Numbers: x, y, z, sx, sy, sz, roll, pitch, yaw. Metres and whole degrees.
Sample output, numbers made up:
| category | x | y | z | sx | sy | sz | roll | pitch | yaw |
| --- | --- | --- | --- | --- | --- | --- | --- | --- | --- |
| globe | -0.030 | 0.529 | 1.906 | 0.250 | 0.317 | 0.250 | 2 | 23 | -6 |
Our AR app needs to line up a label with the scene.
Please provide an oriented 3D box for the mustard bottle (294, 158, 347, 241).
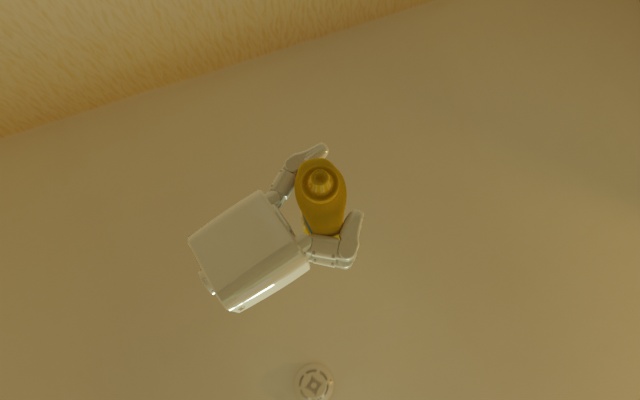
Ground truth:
| category | x | y | z | sx | sy | sz | roll | pitch | yaw |
| --- | --- | --- | --- | --- | --- | --- | --- | --- | --- |
| mustard bottle | 0.000 | 0.002 | 0.579 | 0.058 | 0.096 | 0.192 | -9 | -16 | -1 |
